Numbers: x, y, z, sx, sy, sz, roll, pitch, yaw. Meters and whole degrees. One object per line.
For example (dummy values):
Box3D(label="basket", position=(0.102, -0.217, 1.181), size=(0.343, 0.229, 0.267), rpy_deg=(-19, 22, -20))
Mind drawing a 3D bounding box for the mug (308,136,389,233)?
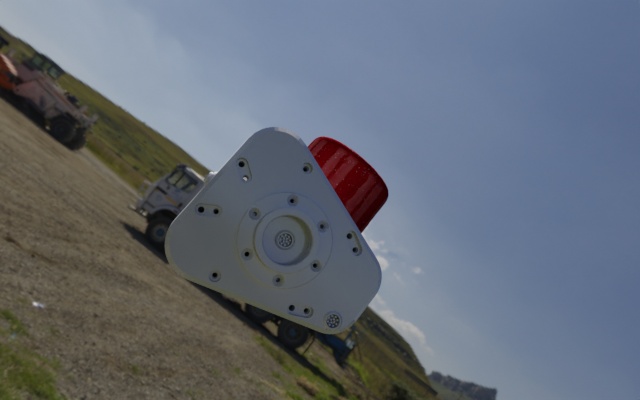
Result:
Box3D(label="mug", position=(0.000, 0.001, 0.416), size=(0.093, 0.081, 0.117), rpy_deg=(42, -10, -10))
